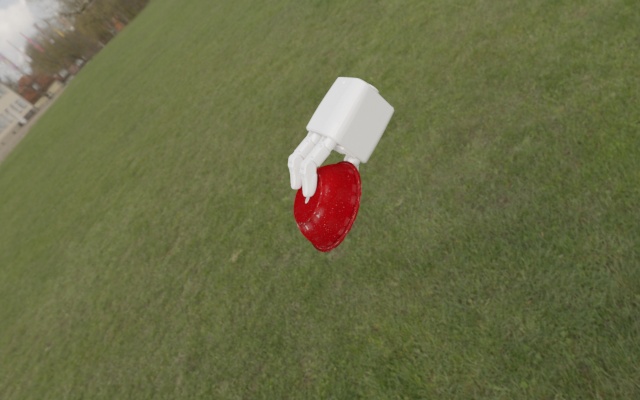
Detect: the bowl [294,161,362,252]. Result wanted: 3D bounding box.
[{"bbox_3d":[-0.001,0.004,0.804,0.055,0.162,0.162,17,-8,-28],"label":"bowl"}]
